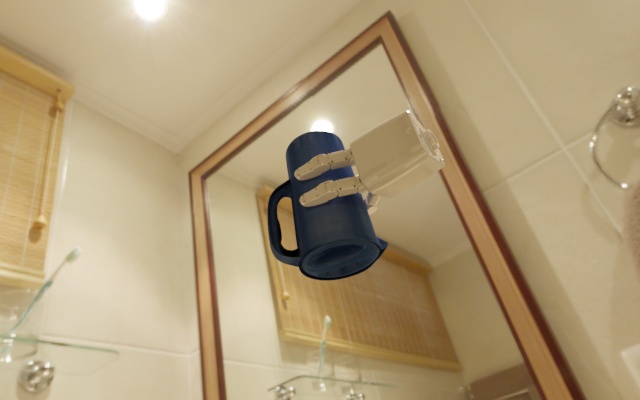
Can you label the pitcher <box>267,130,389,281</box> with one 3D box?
[{"bbox_3d":[0.000,0.003,0.804,0.145,0.242,0.149,-32,-38,25],"label":"pitcher"}]
